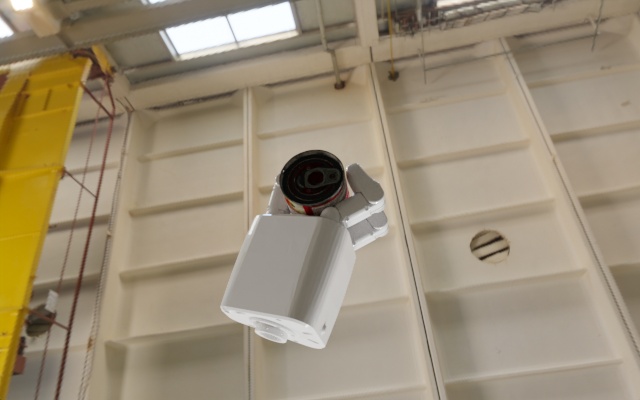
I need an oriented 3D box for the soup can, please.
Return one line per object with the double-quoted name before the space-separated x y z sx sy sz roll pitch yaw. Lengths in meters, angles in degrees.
"soup can" 0.000 0.001 0.524 0.068 0.068 0.102 0 -31 12
